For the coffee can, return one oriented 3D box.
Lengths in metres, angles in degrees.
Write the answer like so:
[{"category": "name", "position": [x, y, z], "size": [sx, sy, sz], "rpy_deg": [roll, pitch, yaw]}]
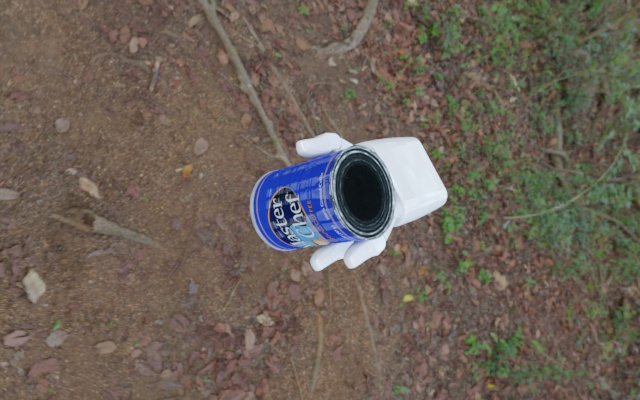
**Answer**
[{"category": "coffee can", "position": [0.000, 0.002, 0.553], "size": [0.103, 0.103, 0.140], "rpy_deg": [0, -9, -44]}]
